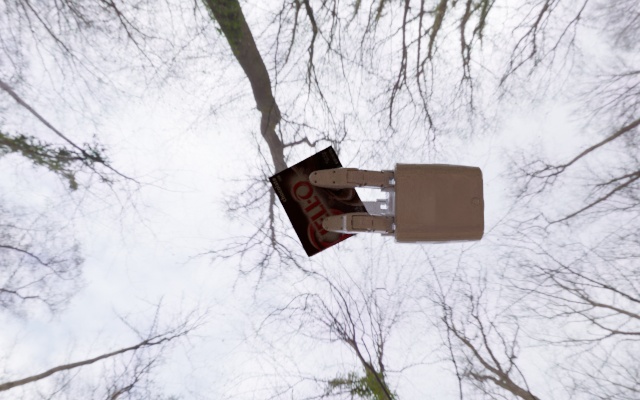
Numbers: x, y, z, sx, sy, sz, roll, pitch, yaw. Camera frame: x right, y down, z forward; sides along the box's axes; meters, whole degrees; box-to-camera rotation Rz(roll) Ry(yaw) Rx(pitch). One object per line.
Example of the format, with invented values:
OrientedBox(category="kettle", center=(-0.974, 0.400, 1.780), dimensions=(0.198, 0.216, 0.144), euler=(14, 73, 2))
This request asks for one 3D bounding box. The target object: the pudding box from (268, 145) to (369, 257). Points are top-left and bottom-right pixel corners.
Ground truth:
OrientedBox(category="pudding box", center=(0.000, 0.002, 0.596), dimensions=(0.090, 0.113, 0.039), euler=(-28, -8, -1))
